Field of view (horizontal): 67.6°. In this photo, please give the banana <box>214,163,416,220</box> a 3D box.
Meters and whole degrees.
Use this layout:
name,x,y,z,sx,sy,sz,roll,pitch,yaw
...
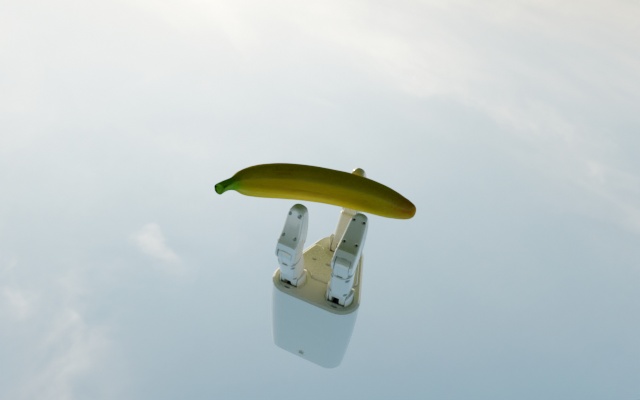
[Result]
name,x,y,z,sx,sy,sz,roll,pitch,yaw
banana,-0.004,-0.009,0.489,0.198,0.037,0.069,5,34,-5
